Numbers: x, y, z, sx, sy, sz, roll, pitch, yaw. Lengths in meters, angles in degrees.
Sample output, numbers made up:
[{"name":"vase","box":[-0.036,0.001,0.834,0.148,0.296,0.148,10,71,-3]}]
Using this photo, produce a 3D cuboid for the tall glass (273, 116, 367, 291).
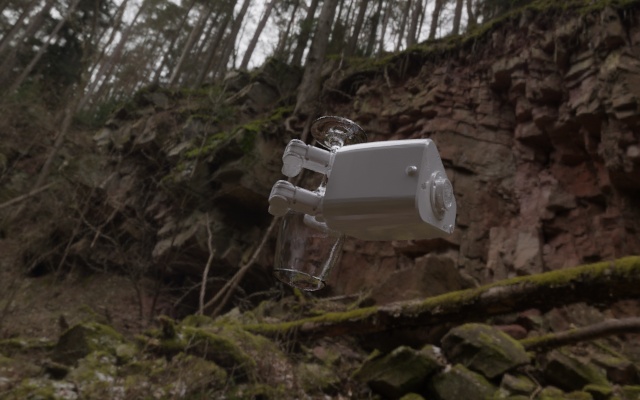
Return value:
[{"name":"tall glass","box":[0.000,0.001,0.568,0.079,0.201,0.079,13,-26,6]}]
